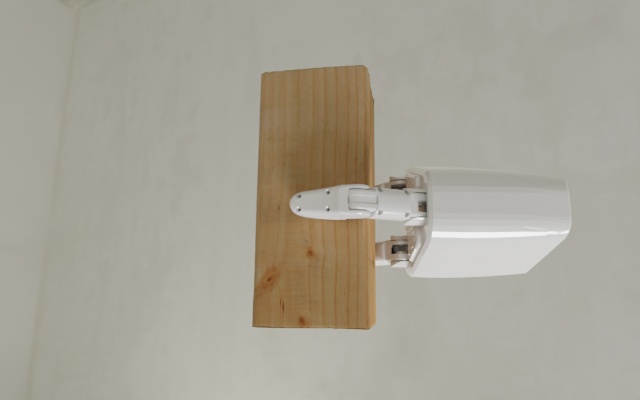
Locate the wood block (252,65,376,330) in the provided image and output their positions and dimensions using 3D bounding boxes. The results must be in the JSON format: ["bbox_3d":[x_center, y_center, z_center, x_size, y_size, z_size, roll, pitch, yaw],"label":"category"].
[{"bbox_3d":[0.000,0.001,0.410,0.090,0.206,0.091,-2,-11,10],"label":"wood block"}]
